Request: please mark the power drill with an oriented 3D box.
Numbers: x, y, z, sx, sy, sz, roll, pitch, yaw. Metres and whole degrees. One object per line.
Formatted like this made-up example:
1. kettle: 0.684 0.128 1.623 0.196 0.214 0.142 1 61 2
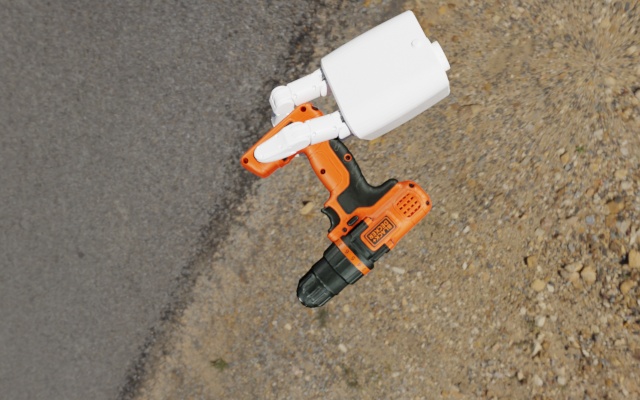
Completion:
1. power drill: 0.000 0.001 0.533 0.184 0.187 0.057 -42 -1 0
